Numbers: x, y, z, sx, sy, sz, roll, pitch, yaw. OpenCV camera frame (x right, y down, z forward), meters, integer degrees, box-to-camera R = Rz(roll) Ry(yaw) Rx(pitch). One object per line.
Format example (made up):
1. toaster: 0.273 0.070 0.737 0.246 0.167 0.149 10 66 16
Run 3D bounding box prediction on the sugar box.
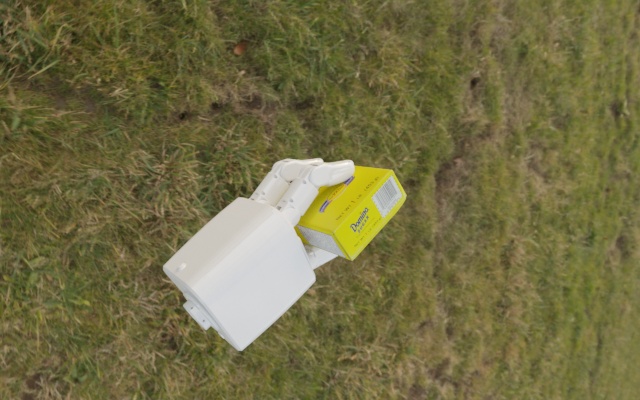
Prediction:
1. sugar box: 0.000 0.001 0.526 0.093 0.048 0.176 -45 32 -22
